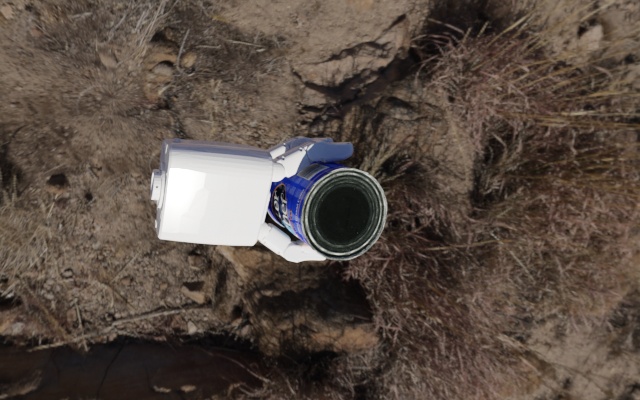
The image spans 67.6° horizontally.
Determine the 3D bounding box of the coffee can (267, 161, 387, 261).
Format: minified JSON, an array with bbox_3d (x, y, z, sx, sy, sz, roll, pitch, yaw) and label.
[{"bbox_3d":[0.000,0.002,0.572,0.103,0.103,0.140,0,11,-23],"label":"coffee can"}]
